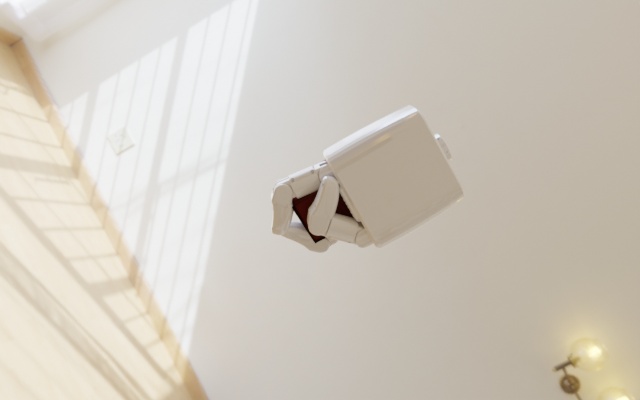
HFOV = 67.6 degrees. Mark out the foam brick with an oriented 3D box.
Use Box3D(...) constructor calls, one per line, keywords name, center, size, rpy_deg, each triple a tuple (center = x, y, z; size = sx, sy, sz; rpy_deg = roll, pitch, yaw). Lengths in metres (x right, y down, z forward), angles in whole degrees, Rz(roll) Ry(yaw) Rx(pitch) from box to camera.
Box3D(name="foam brick", center=(0.000, 0.002, 0.537), size=(0.051, 0.053, 0.078), rpy_deg=(-30, 21, 5))
